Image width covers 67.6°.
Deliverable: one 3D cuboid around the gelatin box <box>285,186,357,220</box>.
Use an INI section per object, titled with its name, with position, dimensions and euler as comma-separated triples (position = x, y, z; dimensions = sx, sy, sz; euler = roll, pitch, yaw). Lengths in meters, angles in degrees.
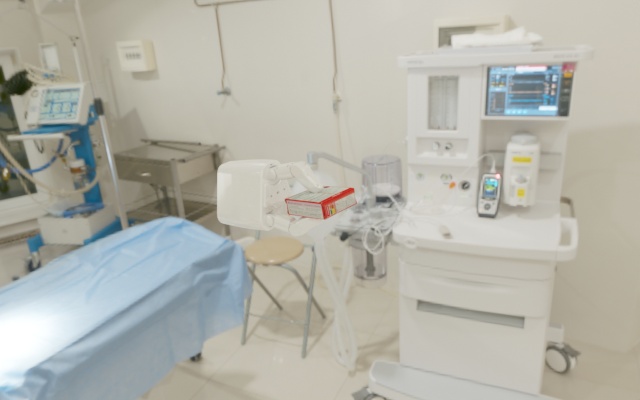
[gelatin box]
position = 0.000, 0.002, 0.747
dimensions = 0.073, 0.030, 0.089
euler = -24, 19, -40
